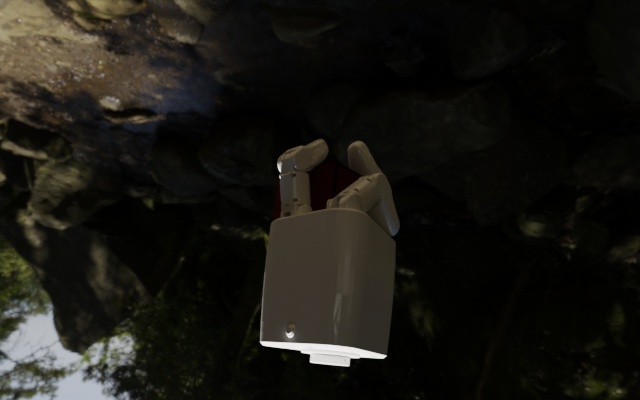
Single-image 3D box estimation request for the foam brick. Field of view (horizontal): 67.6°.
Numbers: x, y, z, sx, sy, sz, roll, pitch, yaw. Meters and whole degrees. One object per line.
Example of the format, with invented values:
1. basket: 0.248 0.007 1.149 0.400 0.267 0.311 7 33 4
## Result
1. foam brick: 0.000 0.001 0.457 0.078 0.051 0.053 -12 -26 41
